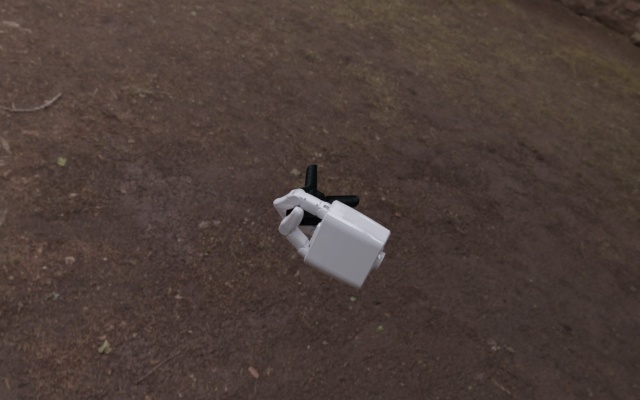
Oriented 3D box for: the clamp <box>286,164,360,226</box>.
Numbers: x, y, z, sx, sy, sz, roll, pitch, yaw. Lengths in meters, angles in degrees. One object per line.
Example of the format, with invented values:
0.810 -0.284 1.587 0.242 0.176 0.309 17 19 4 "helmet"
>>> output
0.000 0.002 0.864 0.120 0.039 0.171 28 39 7 "clamp"
